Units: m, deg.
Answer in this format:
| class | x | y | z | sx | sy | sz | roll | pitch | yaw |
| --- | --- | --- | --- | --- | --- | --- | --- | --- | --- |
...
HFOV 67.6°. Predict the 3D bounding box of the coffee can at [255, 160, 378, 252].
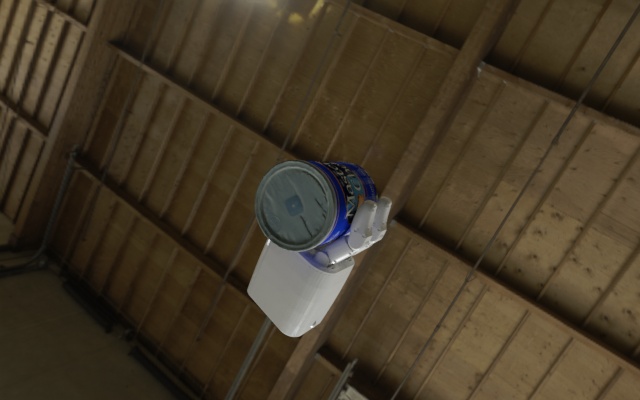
| class | x | y | z | sx | sy | sz | roll | pitch | yaw |
| --- | --- | --- | --- | --- | --- | --- | --- | --- | --- |
| coffee can | 0.000 | 0.002 | 0.591 | 0.103 | 0.103 | 0.140 | 0 | 4 | 26 |
